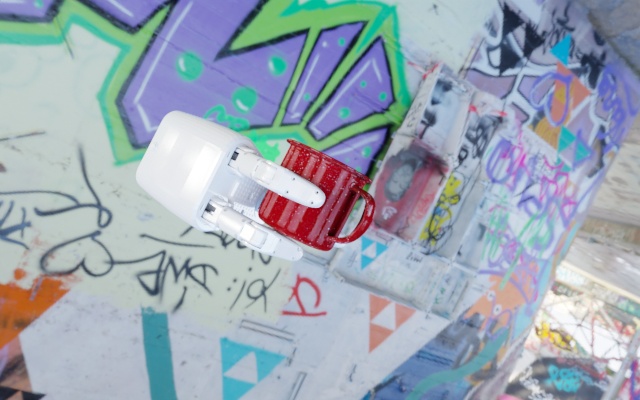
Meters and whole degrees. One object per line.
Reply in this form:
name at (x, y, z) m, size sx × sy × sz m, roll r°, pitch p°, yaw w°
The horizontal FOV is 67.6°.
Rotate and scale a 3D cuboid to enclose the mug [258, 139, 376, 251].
mug at (0.001, 0.002, 0.458) m, size 0.117 × 0.081 × 0.093 m, roll 27°, pitch 1°, yaw 34°
